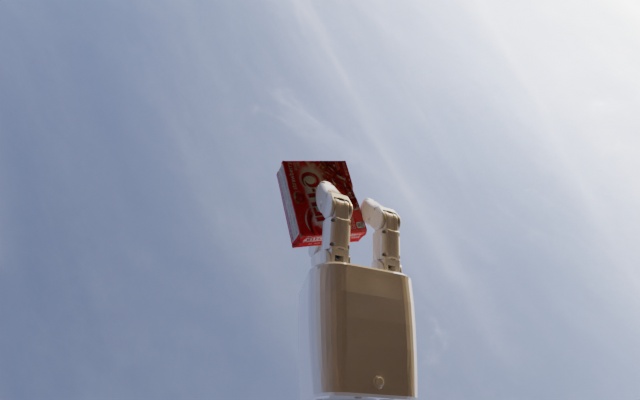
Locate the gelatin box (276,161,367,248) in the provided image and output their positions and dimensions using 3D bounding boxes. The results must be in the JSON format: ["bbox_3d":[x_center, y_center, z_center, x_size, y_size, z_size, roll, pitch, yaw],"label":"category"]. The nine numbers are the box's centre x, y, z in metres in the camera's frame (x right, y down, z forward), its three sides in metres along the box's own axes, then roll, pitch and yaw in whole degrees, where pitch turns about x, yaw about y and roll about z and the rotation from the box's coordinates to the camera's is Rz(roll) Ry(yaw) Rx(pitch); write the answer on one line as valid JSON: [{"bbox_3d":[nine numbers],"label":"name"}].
[{"bbox_3d":[0.000,0.002,0.491,0.073,0.089,0.030,-2,-29,-23],"label":"gelatin box"}]
